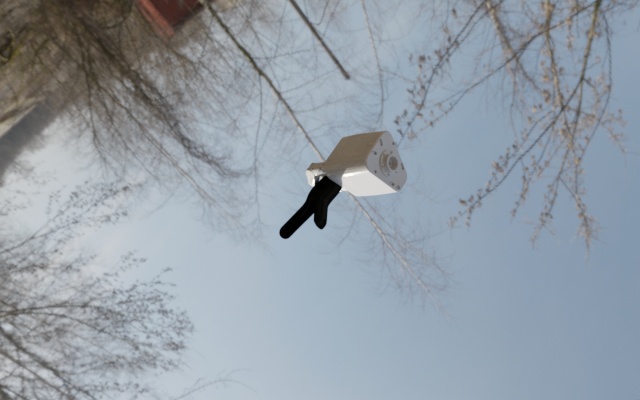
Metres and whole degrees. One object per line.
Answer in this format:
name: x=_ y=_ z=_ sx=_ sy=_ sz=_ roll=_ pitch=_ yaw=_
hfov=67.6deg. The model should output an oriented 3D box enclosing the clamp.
clamp: x=0.001 y=0.003 z=0.898 sx=0.120 sy=0.171 sz=0.039 roll=-4 pitch=-45 yaw=50
